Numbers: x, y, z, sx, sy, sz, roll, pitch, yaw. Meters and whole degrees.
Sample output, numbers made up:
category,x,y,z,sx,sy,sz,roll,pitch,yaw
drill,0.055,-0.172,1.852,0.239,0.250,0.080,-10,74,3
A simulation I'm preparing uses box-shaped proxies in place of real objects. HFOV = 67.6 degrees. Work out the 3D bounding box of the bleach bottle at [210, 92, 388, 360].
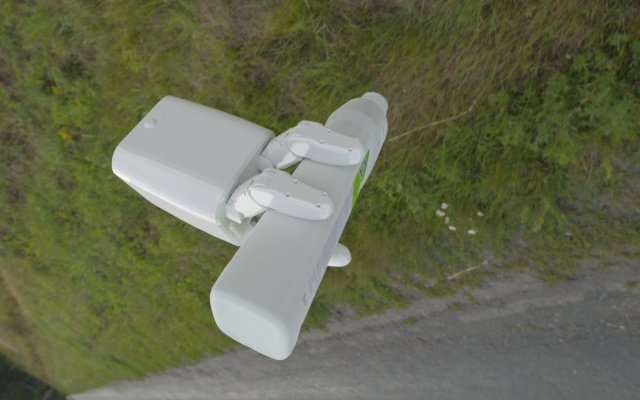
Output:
category,x,y,z,sx,sy,sz,roll,pitch,yaw
bleach bottle,0.000,0.001,0.412,0.068,0.250,0.103,24,-32,9
